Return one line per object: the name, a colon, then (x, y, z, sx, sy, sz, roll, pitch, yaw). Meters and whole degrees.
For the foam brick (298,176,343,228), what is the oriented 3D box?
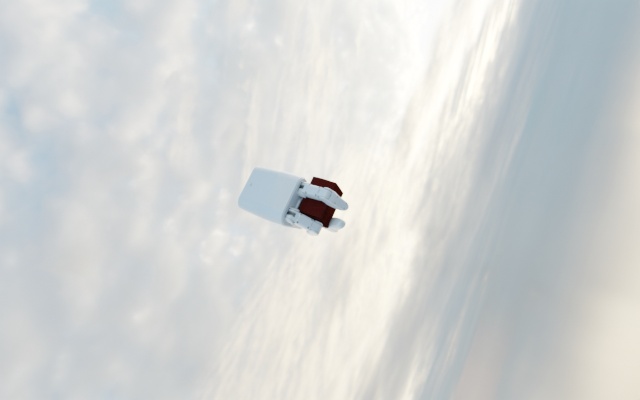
foam brick: (0.000, 0.003, 0.899, 0.051, 0.078, 0.053, 17, -17, 25)
